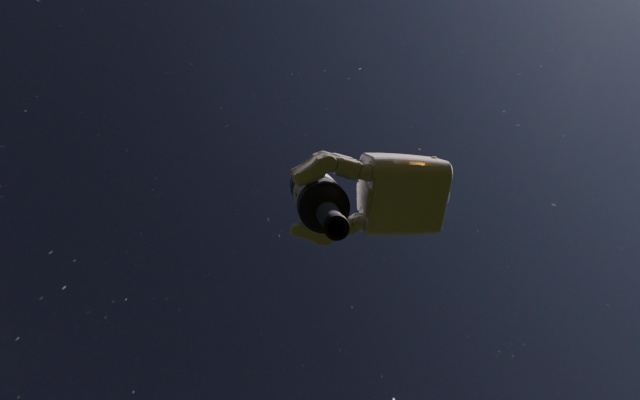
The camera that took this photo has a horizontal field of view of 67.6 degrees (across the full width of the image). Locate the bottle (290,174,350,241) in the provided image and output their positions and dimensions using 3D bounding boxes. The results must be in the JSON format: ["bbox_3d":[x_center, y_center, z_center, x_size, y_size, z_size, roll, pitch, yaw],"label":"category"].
[{"bbox_3d":[0.000,0.002,0.639,0.069,0.069,0.295,0,11,-7],"label":"bottle"}]
